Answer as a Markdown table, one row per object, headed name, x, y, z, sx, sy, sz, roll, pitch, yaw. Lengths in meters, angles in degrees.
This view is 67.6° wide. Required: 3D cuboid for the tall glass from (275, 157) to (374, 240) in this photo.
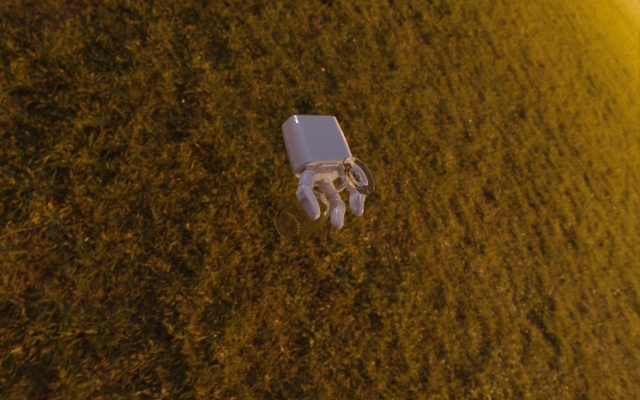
| name | x | y | z | sx | sy | sz | roll | pitch | yaw |
| --- | --- | --- | --- | --- | --- | --- | --- | --- | --- |
| tall glass | 0.001 | 0.003 | 0.865 | 0.079 | 0.079 | 0.201 | 0 | -27 | -47 |
